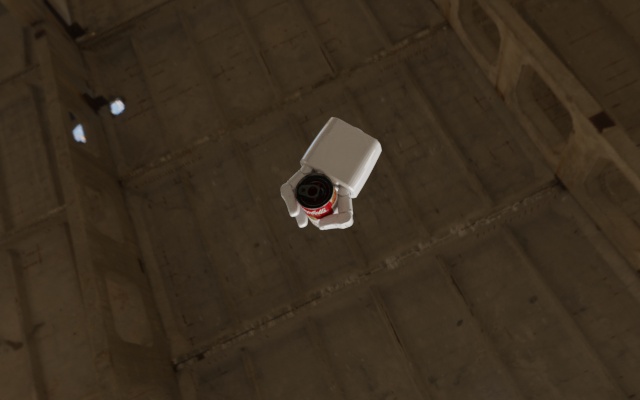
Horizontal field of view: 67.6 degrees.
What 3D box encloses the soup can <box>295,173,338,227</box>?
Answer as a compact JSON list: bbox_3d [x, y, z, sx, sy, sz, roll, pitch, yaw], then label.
[{"bbox_3d":[0.000,0.003,0.851,0.068,0.068,0.102,0,-23,14],"label":"soup can"}]
